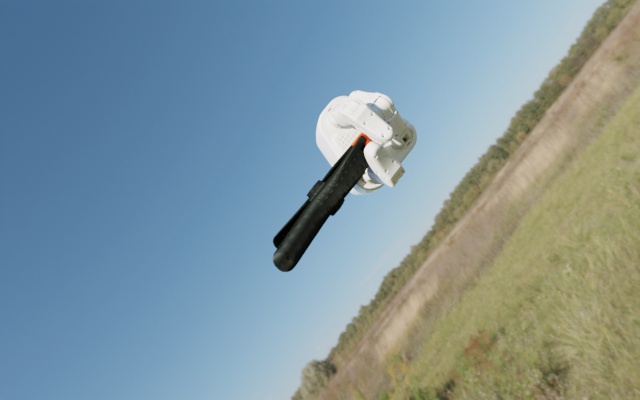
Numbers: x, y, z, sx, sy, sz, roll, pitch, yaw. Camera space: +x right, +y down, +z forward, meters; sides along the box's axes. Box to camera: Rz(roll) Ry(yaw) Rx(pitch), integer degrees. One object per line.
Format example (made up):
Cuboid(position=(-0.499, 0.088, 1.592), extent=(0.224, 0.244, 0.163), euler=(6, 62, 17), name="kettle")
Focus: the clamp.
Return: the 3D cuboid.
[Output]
Cuboid(position=(0.000, 0.001, 0.530), extent=(0.039, 0.171, 0.120), euler=(42, -9, -13), name="clamp")
